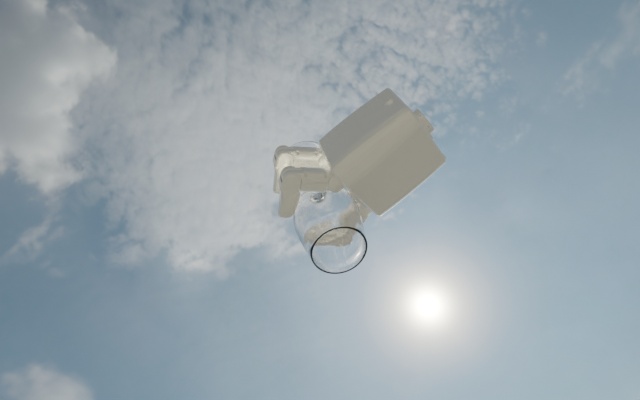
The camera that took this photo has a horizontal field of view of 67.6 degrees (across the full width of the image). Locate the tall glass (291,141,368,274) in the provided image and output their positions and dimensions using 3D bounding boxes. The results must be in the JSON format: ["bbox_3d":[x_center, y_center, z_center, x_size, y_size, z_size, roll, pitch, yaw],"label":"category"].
[{"bbox_3d":[0.000,0.002,0.582,0.079,0.079,0.201,0,31,-13],"label":"tall glass"}]
